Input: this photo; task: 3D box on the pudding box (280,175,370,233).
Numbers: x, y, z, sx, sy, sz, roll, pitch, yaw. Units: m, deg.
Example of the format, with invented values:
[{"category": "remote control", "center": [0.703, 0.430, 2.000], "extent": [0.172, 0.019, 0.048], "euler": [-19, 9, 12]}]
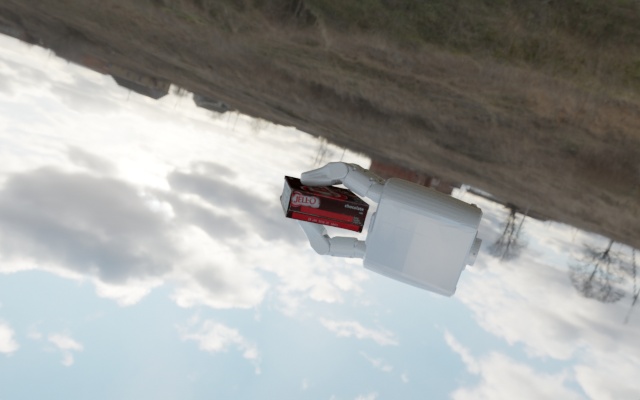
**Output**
[{"category": "pudding box", "center": [0.000, 0.002, 0.572], "extent": [0.090, 0.039, 0.113], "euler": [13, 6, -11]}]
